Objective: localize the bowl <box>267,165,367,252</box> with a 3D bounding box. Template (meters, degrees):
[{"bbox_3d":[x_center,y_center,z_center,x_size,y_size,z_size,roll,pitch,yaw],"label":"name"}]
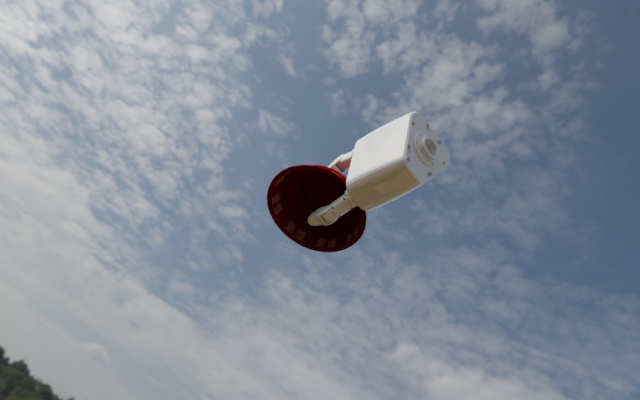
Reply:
[{"bbox_3d":[-0.001,0.003,0.751,0.162,0.162,0.055,0,33,23],"label":"bowl"}]
